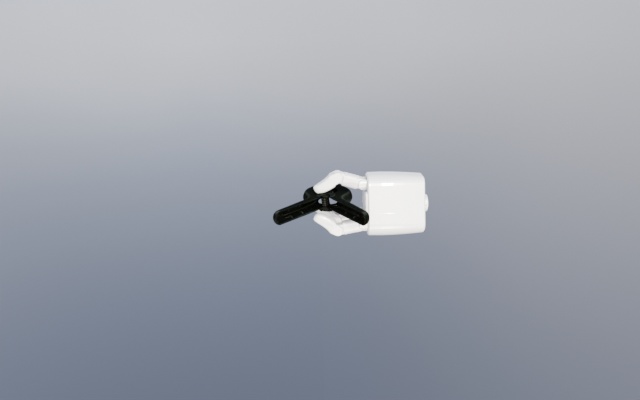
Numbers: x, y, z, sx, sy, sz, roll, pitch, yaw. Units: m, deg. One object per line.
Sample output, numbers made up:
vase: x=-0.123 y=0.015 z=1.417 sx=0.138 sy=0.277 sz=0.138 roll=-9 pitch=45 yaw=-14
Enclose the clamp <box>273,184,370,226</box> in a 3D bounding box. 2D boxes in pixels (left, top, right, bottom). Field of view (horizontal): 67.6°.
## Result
clamp: x=0.000 y=0.002 z=0.892 sx=0.164 sy=0.036 sz=0.210 roll=-1 pitch=18 yaw=0
